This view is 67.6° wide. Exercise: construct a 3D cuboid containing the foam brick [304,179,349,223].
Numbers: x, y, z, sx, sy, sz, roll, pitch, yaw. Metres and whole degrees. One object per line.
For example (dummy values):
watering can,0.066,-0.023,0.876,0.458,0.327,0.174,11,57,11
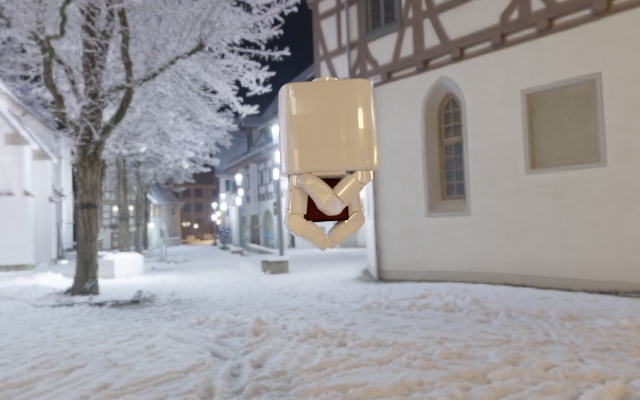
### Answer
foam brick,0.000,0.002,0.604,0.053,0.051,0.078,-3,-3,-14
